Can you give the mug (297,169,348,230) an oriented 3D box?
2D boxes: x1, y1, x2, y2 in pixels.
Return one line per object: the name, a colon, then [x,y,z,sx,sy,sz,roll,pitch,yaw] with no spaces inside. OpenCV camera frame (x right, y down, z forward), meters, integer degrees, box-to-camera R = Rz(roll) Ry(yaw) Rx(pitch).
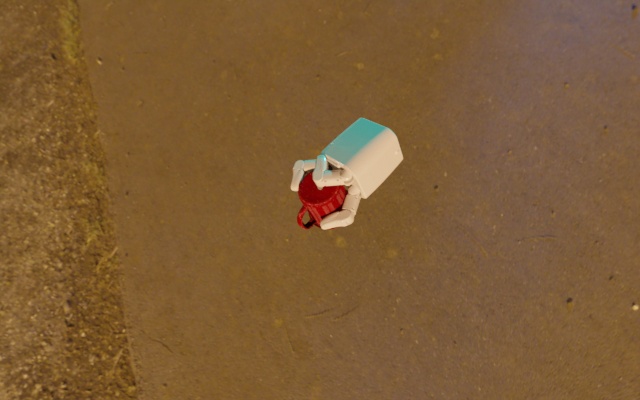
mug: [-0.001,0.004,0.881,0.093,0.117,0.081,39,-11,34]
